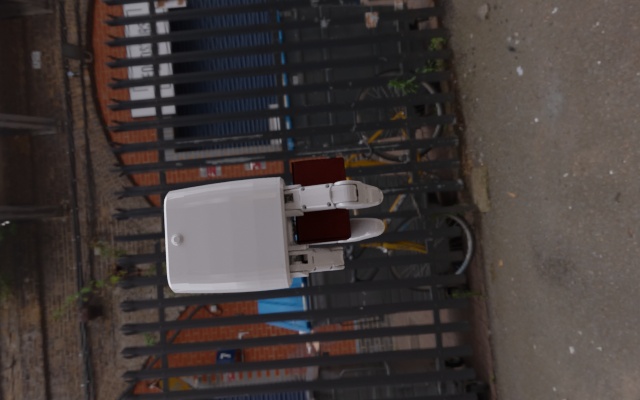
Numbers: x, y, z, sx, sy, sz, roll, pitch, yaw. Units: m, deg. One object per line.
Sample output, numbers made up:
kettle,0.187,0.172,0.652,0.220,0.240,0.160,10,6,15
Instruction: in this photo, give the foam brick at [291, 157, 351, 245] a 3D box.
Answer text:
foam brick,0.000,0.001,0.464,0.051,0.078,0.053,-5,-8,0
